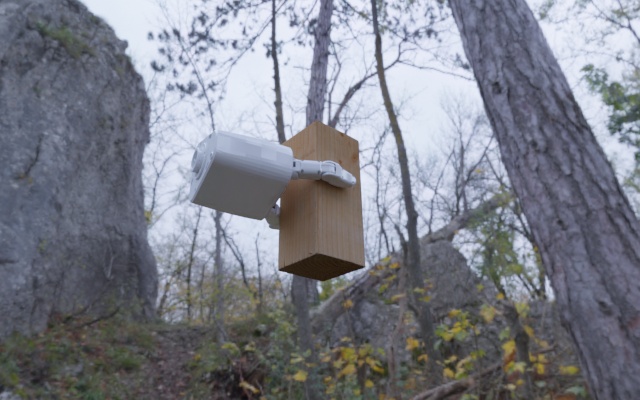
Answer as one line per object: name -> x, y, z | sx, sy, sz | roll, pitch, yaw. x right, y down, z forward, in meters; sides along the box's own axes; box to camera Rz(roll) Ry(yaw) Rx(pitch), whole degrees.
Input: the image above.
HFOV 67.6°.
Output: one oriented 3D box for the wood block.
wood block -> 0.000, 0.002, 0.700 | 0.090, 0.206, 0.091 | 21, -33, -37
